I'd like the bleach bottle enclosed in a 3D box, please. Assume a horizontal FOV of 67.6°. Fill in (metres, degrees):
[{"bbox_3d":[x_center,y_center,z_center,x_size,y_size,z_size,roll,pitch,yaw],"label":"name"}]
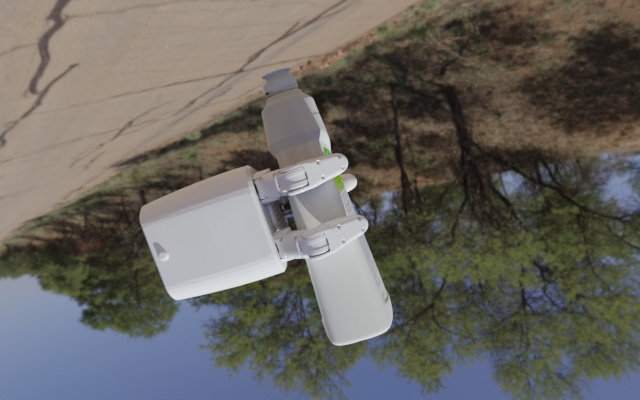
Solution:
[{"bbox_3d":[0.000,0.002,0.455,0.068,0.251,0.102,-18,6,5],"label":"bleach bottle"}]
